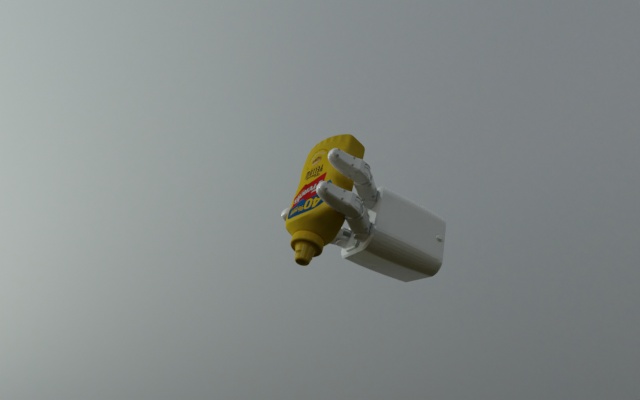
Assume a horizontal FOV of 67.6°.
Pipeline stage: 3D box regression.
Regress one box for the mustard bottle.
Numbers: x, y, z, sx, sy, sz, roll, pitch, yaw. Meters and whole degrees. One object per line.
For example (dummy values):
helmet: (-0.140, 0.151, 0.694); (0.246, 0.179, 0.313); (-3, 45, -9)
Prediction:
mustard bottle: (0.000, 0.002, 0.629); (0.096, 0.191, 0.058); (-22, -52, 40)
